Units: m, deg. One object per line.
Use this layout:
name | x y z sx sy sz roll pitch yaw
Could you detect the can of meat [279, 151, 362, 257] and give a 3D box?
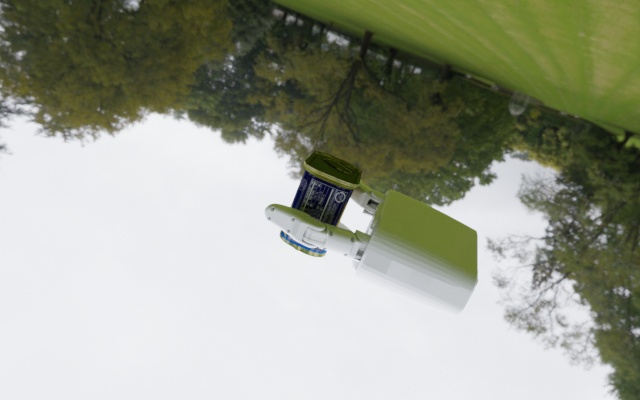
can of meat | 0.000 0.002 0.501 0.057 0.084 0.102 23 16 1
